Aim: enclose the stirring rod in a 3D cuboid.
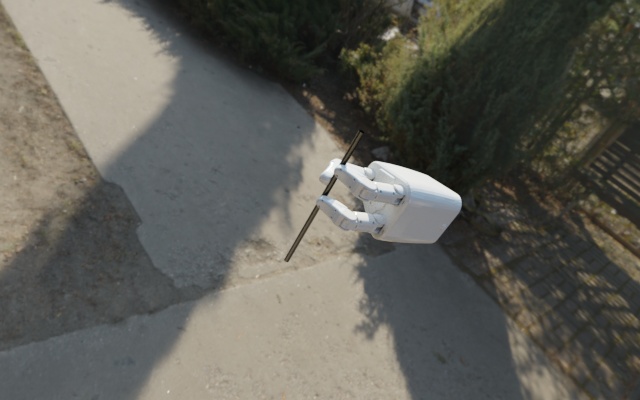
[{"bbox_3d":[0.000,0.002,0.663,0.011,0.240,0.011,21,33,-14],"label":"stirring rod"}]
